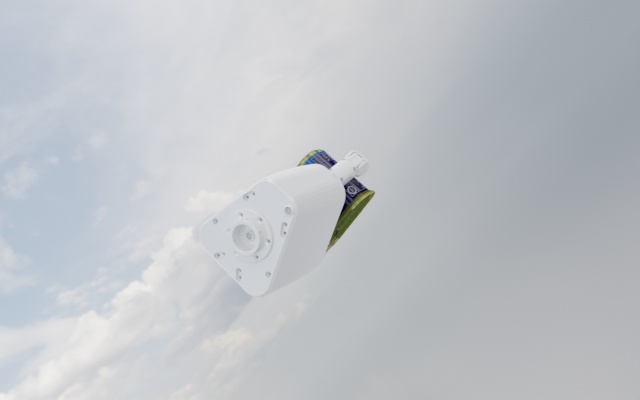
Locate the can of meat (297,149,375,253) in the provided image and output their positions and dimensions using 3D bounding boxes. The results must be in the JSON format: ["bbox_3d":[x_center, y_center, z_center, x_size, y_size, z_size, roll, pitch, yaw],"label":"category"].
[{"bbox_3d":[0.000,0.002,0.570,0.084,0.102,0.057,42,27,12],"label":"can of meat"}]
